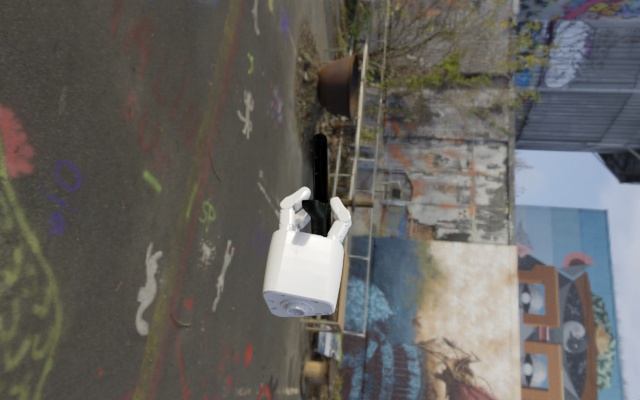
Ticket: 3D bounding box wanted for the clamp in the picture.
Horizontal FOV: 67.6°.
[{"bbox_3d":[0.001,0.003,0.816,0.036,0.164,0.210,2,-36,8],"label":"clamp"}]
